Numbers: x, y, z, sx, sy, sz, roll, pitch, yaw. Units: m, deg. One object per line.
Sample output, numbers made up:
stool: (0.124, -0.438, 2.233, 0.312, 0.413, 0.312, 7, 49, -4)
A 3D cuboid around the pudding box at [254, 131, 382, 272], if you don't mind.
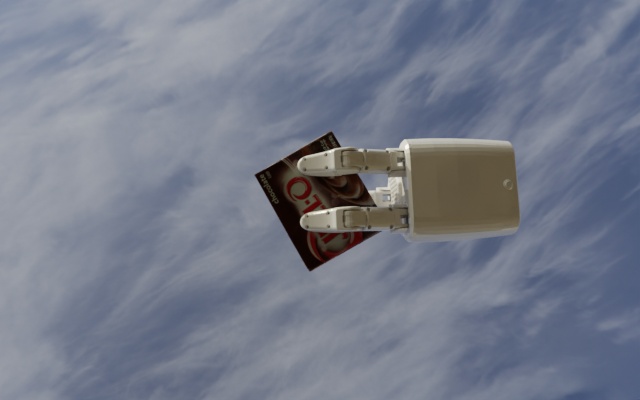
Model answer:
pudding box: (0.000, 0.002, 0.483, 0.090, 0.113, 0.039, -30, -6, -4)
